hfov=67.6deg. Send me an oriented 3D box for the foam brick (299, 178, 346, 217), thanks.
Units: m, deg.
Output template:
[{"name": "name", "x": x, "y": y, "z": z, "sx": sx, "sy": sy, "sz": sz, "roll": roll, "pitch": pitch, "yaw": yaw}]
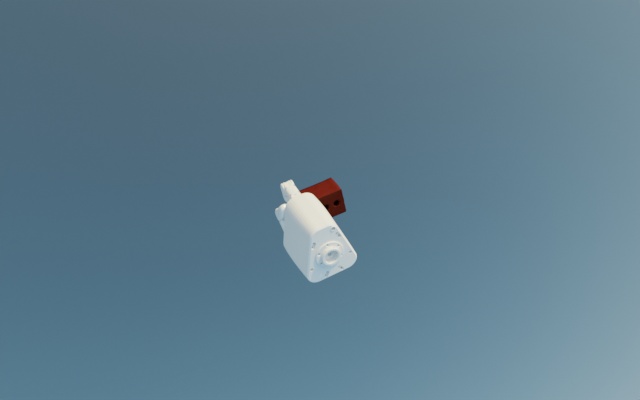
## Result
[{"name": "foam brick", "x": 0.000, "y": 0.003, "z": 0.878, "sx": 0.078, "sy": 0.053, "sz": 0.051, "roll": -23, "pitch": 35, "yaw": -13}]
